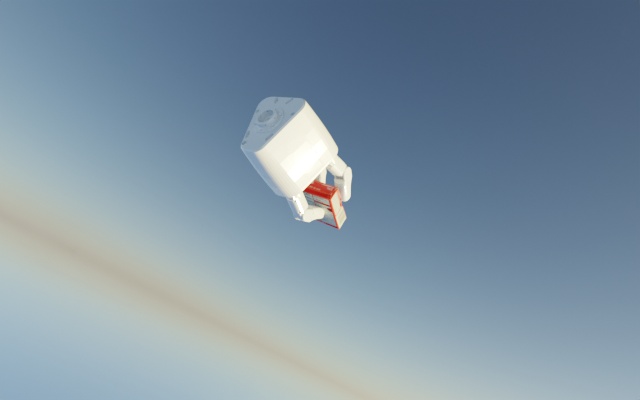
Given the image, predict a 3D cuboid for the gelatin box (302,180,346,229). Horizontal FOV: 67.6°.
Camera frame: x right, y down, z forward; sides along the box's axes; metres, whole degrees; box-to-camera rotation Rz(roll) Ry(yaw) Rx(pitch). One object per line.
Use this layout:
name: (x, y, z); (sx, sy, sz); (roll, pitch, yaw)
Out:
gelatin box: (0.000, 0.003, 0.805); (0.073, 0.030, 0.089); (20, -30, 27)
